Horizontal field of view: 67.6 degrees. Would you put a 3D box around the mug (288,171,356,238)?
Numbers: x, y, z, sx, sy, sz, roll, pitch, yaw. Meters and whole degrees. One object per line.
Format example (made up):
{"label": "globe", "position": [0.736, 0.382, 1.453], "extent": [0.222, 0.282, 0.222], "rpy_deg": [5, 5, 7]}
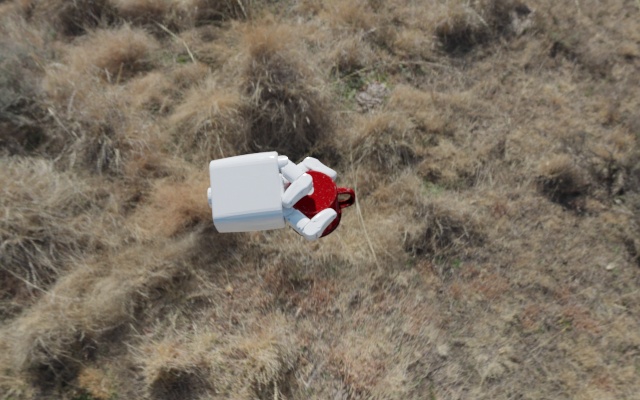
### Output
{"label": "mug", "position": [0.002, 0.002, 0.783], "extent": [0.117, 0.093, 0.081], "rpy_deg": [-8, -28, -1]}
